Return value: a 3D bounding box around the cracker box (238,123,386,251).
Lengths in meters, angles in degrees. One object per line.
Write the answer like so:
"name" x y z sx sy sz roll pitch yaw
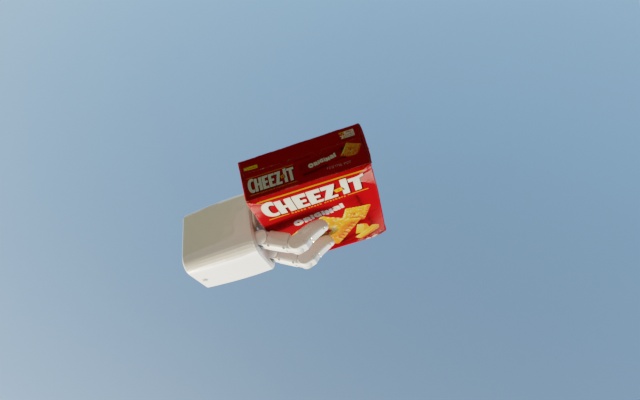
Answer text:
"cracker box" 0.000 0.002 0.675 0.164 0.072 0.214 -18 -29 4
